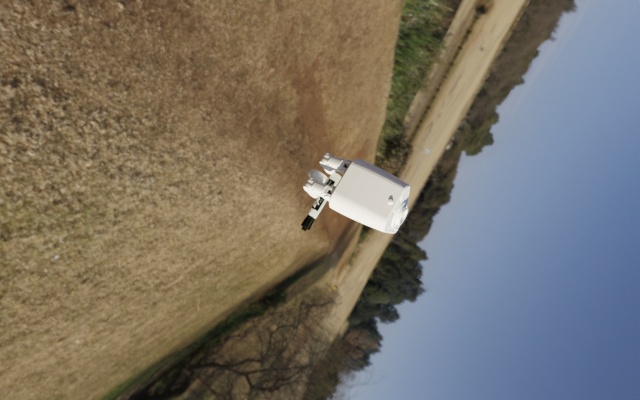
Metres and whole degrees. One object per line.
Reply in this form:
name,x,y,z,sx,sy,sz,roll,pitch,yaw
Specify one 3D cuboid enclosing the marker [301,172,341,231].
marker,0.000,0.003,0.871,0.020,0.121,0.020,30,-11,6
